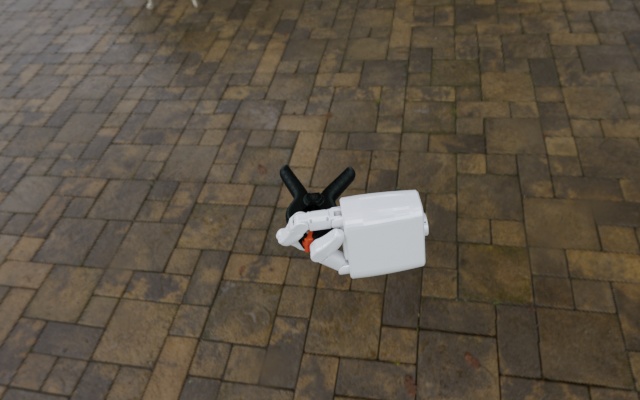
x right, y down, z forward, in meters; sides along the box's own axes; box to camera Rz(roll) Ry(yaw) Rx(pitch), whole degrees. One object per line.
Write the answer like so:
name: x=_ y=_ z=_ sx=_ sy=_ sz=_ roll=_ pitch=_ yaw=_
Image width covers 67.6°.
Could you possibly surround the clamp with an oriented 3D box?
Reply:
clamp: x=0.000 y=0.002 z=0.719 sx=0.120 sy=0.171 sz=0.039 roll=-8 pitch=-43 yaw=2
